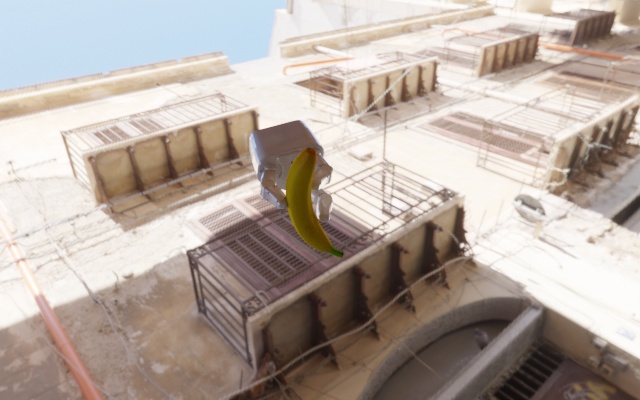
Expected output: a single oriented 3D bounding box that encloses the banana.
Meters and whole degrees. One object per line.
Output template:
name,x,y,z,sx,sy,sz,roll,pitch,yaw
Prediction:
banana,-0.017,0.007,0.703,0.069,0.198,0.037,-6,37,15
